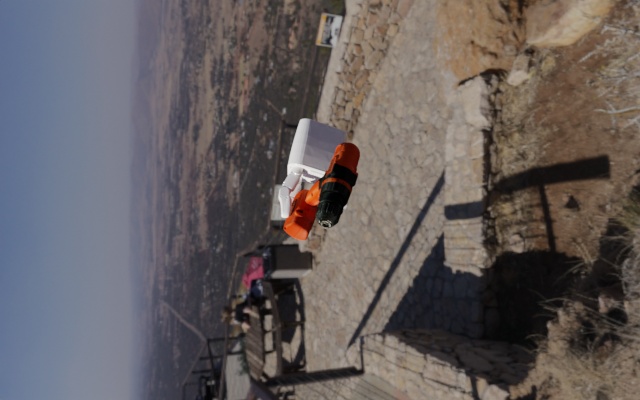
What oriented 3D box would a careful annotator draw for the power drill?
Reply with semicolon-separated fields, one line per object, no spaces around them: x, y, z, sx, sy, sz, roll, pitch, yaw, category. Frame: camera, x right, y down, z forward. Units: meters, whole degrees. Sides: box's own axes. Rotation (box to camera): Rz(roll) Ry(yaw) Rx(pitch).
0.000;0.003;0.878;0.057;0.184;0.188;32;-39;-13;power drill
